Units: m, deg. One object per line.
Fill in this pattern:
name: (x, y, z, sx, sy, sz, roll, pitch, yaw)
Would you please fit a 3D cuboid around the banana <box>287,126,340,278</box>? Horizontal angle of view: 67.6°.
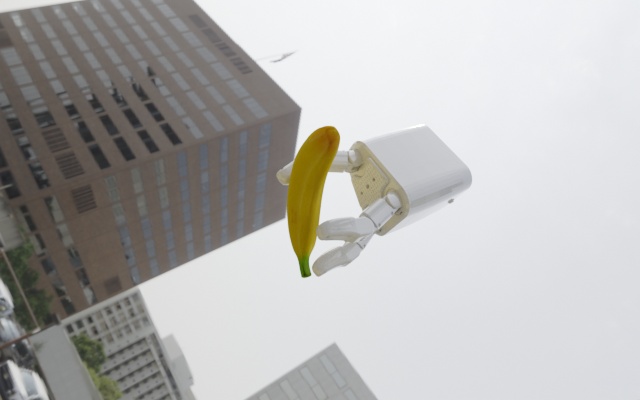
banana: (-0.009, -0.008, 0.501, 0.037, 0.198, 0.069, -14, 46, -24)
